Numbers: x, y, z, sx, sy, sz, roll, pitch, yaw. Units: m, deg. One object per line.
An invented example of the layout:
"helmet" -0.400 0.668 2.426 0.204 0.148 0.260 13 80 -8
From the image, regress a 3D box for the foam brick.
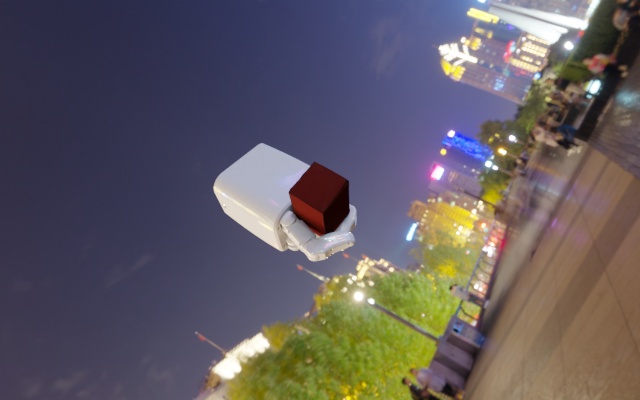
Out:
"foam brick" 0.000 0.002 0.576 0.051 0.053 0.078 32 -22 20
